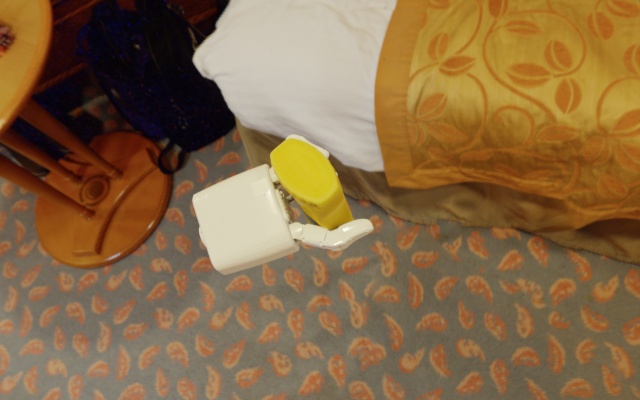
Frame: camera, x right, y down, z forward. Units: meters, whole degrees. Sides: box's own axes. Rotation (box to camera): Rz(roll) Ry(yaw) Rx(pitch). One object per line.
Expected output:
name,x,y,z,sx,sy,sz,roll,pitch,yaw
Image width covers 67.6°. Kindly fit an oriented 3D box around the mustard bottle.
mustard bottle,0.000,0.002,0.613,0.096,0.058,0.192,44,-8,26
